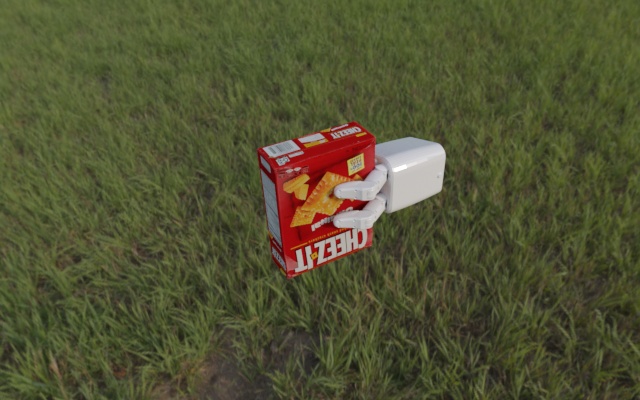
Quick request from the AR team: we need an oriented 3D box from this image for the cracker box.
[{"bbox_3d":[0.000,0.002,0.743,0.164,0.214,0.072,-19,39,-20],"label":"cracker box"}]
